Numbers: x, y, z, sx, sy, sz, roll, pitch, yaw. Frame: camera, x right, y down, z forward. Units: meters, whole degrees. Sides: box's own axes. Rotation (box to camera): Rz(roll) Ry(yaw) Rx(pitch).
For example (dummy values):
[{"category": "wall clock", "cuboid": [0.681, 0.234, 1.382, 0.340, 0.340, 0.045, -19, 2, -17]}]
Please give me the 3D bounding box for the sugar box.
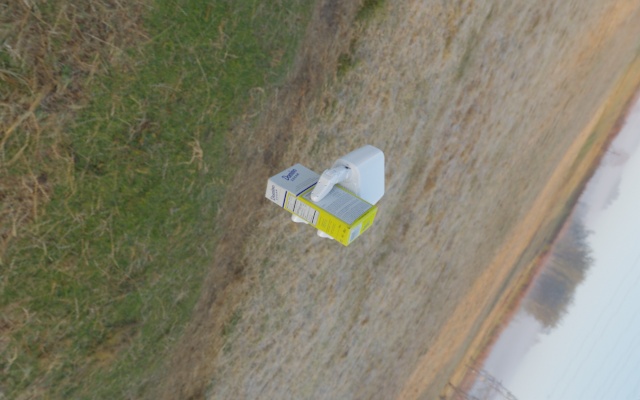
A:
[{"category": "sugar box", "cuboid": [0.000, 0.003, 0.834, 0.176, 0.048, 0.093, 29, 36, 23]}]
